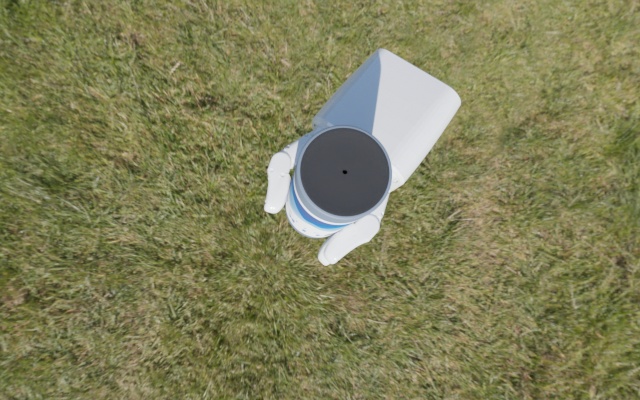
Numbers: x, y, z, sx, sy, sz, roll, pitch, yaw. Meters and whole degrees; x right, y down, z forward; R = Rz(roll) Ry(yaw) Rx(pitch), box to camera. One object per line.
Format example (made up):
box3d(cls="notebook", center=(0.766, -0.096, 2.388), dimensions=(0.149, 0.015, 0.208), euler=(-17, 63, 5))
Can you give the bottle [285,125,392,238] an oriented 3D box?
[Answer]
box3d(cls="bottle", center=(0.000, 0.002, 0.469), dimensions=(0.069, 0.069, 0.296), euler=(0, -8, -7))
